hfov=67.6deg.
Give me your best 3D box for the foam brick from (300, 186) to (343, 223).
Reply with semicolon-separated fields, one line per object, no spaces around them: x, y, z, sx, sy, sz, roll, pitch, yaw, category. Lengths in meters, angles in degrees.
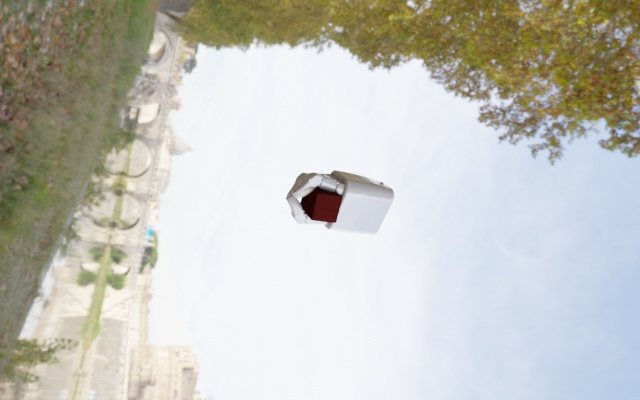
0.000;0.003;0.883;0.051;0.053;0.078;9;15;-21;foam brick
